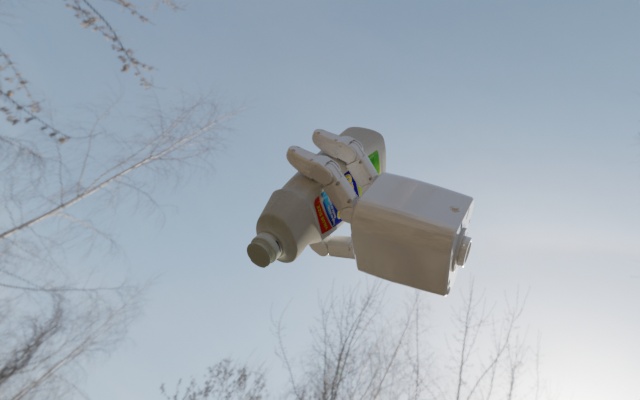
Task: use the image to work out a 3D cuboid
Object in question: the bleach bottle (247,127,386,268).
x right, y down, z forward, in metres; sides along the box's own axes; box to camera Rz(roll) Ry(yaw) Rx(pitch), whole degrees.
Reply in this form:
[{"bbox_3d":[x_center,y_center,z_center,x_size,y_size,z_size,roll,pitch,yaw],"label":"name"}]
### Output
[{"bbox_3d":[0.000,0.002,0.559,0.068,0.103,0.250,15,35,25],"label":"bleach bottle"}]
